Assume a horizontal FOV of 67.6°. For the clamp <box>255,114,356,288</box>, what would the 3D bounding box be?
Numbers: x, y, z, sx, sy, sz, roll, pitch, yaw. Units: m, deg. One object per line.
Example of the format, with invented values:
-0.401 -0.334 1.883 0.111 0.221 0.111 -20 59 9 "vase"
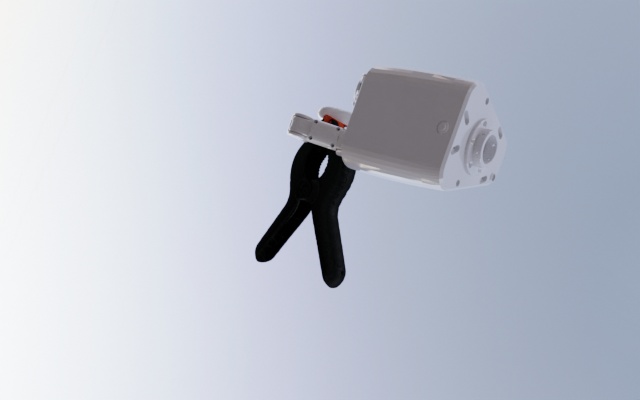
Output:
0.000 0.002 0.480 0.120 0.171 0.039 22 4 38 "clamp"
